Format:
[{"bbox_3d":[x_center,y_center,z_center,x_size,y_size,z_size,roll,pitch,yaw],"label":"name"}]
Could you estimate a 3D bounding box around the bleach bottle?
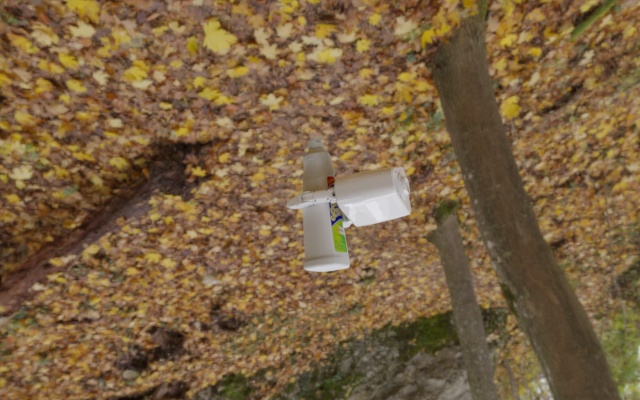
[{"bbox_3d":[0.000,0.003,0.892,0.068,0.250,0.102,-12,-15,21],"label":"bleach bottle"}]
